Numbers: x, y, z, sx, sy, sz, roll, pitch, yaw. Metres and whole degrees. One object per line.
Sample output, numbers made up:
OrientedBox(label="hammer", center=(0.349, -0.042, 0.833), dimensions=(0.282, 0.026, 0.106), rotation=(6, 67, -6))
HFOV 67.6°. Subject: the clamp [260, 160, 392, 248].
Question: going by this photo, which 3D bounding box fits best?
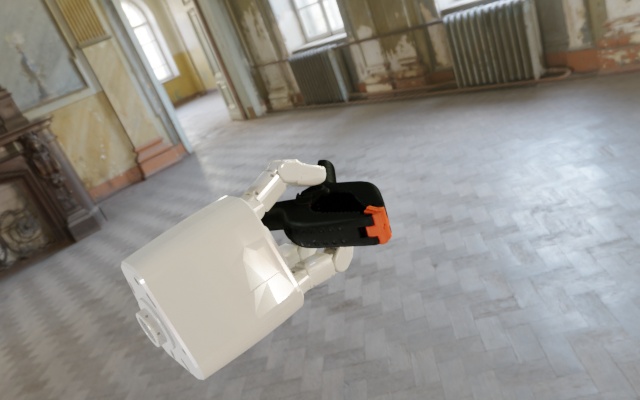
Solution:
OrientedBox(label="clamp", center=(0.000, 0.001, 0.463), dimensions=(0.164, 0.036, 0.210), rotation=(-33, 24, -32))
